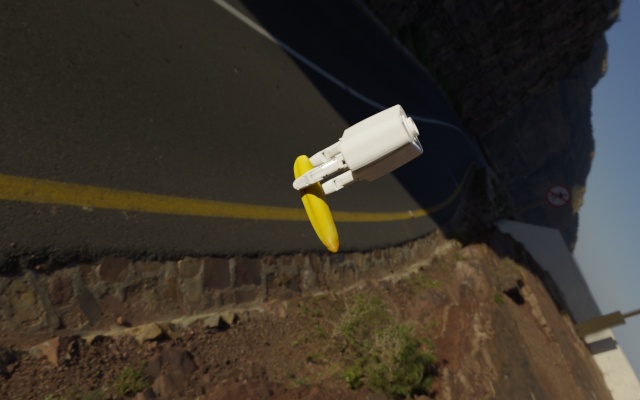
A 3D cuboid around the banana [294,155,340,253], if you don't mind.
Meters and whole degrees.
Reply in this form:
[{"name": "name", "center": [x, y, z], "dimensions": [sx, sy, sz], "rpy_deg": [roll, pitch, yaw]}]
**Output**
[{"name": "banana", "center": [-0.008, -0.005, 0.825], "dimensions": [0.037, 0.197, 0.070], "rpy_deg": [-25, -24, 16]}]
